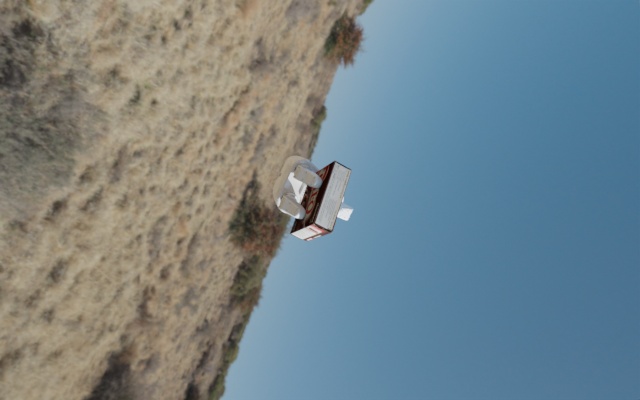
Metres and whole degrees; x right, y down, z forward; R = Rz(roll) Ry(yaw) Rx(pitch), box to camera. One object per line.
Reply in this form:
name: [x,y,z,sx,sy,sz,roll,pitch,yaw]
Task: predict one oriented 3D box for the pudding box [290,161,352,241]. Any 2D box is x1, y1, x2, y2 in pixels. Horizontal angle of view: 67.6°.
pudding box: [0.000,0.003,0.755,0.039,0.113,0.090,24,-23,-19]
